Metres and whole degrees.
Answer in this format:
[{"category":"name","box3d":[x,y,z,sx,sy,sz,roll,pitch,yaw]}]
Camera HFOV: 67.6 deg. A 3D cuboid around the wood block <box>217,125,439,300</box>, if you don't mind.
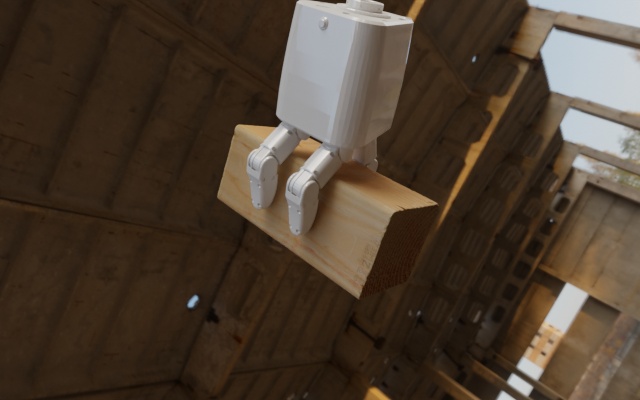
[{"category":"wood block","box3d":[0.000,0.001,0.490,0.206,0.090,0.091,31,22,33]}]
